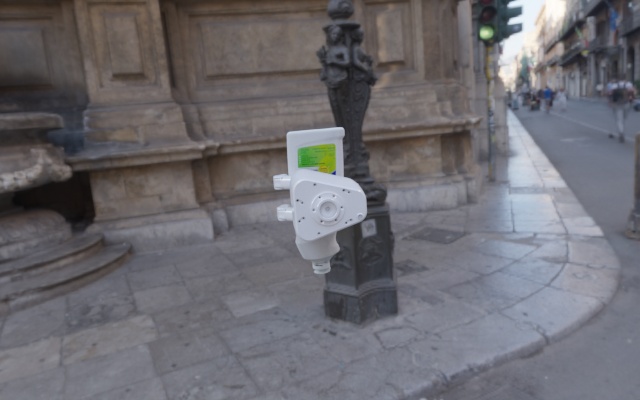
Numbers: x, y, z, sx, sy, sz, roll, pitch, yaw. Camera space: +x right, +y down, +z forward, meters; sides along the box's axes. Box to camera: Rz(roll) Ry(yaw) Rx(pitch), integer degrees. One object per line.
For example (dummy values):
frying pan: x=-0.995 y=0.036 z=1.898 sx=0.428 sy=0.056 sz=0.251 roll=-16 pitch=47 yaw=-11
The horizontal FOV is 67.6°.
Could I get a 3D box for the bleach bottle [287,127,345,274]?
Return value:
bleach bottle: x=0.000 y=0.003 z=0.834 sx=0.102 sy=0.251 sz=0.068 roll=-6 pitch=9 yaw=-3
